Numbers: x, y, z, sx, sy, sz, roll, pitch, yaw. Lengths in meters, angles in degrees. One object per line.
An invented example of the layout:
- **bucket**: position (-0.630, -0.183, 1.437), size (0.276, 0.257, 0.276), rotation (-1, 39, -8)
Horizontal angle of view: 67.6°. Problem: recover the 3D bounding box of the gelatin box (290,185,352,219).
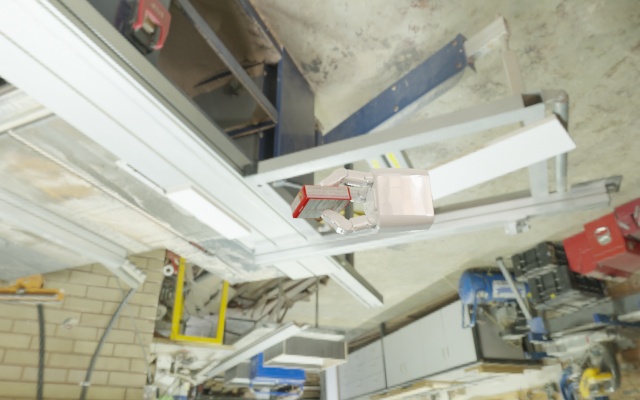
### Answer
- **gelatin box**: position (0.000, 0.003, 0.844), size (0.089, 0.030, 0.073), rotation (0, -30, -24)
